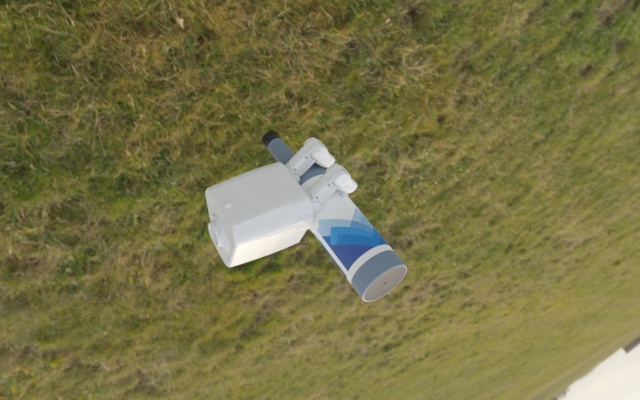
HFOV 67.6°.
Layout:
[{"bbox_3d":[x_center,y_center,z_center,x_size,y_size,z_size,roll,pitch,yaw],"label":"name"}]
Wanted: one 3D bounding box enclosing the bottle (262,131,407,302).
[{"bbox_3d":[0.000,0.002,0.650,0.069,0.069,0.295,0,42,-45],"label":"bottle"}]
